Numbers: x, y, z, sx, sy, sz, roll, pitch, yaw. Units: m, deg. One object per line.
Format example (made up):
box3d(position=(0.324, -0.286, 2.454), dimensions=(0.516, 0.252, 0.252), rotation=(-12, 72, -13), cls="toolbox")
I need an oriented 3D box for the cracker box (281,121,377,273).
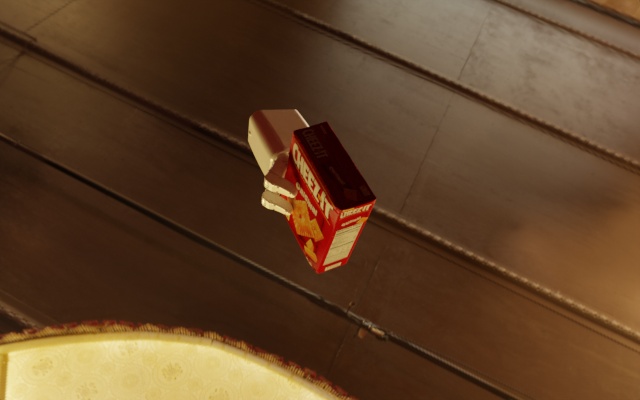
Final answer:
box3d(position=(0.000, 0.003, 0.805), dimensions=(0.072, 0.164, 0.214), rotation=(-19, -28, -22), cls="cracker box")
